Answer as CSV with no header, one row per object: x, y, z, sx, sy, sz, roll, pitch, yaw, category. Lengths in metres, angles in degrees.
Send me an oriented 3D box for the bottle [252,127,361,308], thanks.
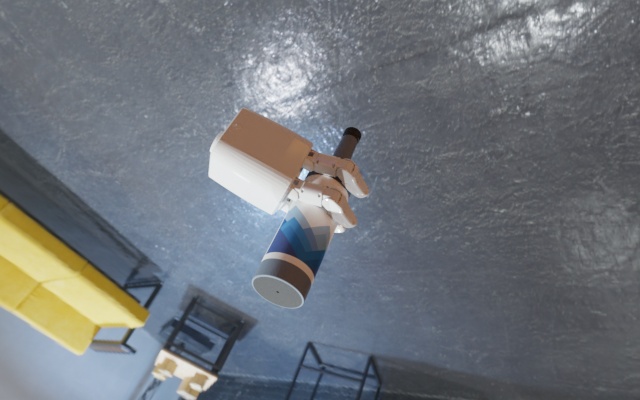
0.000,0.002,0.643,0.069,0.295,0.069,15,-39,13,bottle
